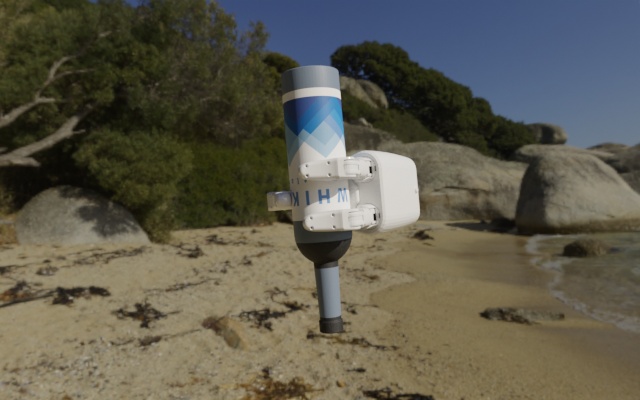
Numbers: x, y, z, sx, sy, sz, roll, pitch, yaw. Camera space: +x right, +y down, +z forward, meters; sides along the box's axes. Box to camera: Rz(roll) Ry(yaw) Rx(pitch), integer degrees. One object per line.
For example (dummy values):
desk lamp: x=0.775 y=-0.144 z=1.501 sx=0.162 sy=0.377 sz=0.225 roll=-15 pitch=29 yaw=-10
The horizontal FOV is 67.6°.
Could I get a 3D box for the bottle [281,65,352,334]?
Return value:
bottle: x=0.000 y=0.002 z=0.545 sx=0.069 sy=0.295 sz=0.069 roll=-5 pitch=-1 yaw=0
